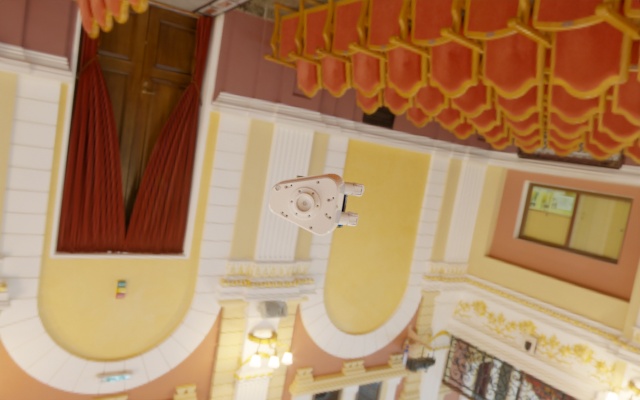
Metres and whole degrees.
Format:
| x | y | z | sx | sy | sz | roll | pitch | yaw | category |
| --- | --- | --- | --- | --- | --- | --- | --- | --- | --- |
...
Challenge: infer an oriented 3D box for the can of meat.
| x | y | z | sx | sy | sz | roll | pitch | yaw | category |
| --- | --- | --- | --- | --- | --- | --- | --- | --- | --- |
| 0.000 | 0.003 | 0.886 | 0.102 | 0.084 | 0.057 | 9 | 4 | 3 | can of meat |
